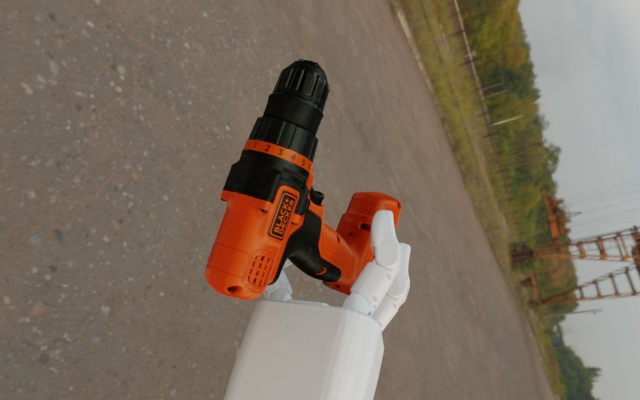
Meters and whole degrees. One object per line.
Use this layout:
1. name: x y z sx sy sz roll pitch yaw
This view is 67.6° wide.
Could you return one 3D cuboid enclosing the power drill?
1. power drill: 0.000 0.002 0.407 0.057 0.184 0.188 15 -8 39
